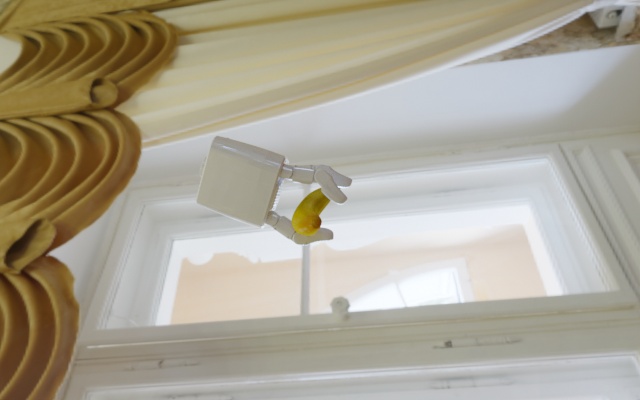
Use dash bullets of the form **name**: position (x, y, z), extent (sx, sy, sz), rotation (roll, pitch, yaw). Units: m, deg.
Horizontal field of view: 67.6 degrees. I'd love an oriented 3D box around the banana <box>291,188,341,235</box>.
- **banana**: position (-0.012, 0.013, 0.699), extent (0.070, 0.037, 0.197), rotation (-45, 6, 22)
